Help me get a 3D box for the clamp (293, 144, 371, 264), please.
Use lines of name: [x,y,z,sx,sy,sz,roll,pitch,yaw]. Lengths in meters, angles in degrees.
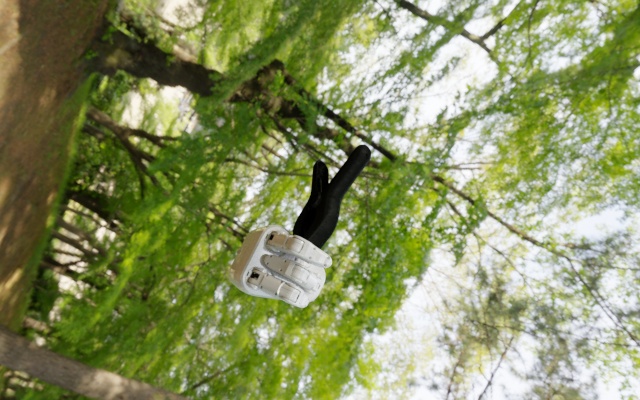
clamp: [0.001,0.003,0.656,0.039,0.171,0.120,34,-16,-19]
